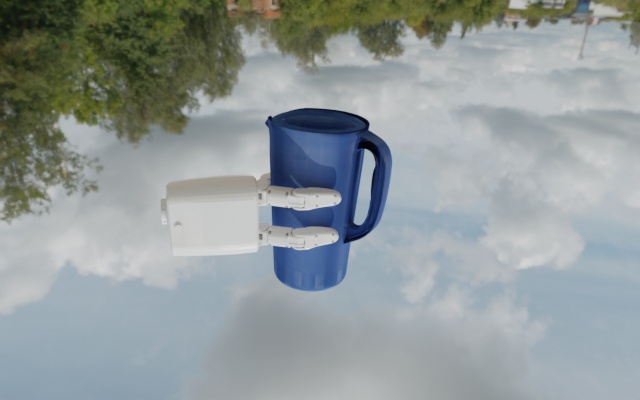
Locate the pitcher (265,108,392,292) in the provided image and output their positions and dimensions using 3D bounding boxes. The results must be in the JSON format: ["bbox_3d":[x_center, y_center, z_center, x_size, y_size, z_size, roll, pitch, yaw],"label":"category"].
[{"bbox_3d":[0.000,0.002,0.657,0.145,0.243,0.149,-3,24,-14],"label":"pitcher"}]
